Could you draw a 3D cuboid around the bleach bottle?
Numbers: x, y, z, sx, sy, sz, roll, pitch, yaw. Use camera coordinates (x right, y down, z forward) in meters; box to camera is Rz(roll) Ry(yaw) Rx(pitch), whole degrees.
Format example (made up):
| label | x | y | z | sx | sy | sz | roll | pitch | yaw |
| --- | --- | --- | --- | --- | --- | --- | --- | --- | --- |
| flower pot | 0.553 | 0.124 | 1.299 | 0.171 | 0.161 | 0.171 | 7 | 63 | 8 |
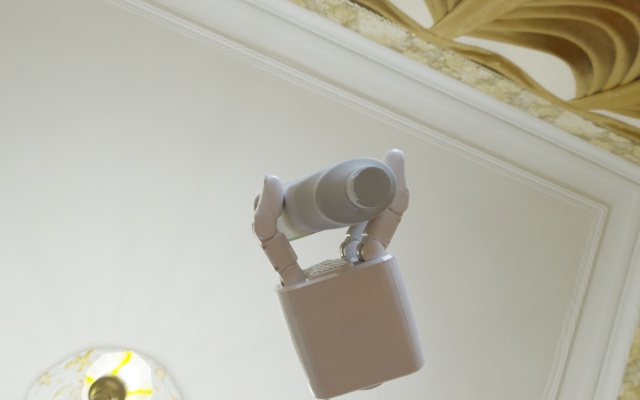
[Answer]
| label | x | y | z | sx | sy | sz | roll | pitch | yaw |
| --- | --- | --- | --- | --- | --- | --- | --- | --- | --- |
| bleach bottle | 0.000 | 0.001 | 0.458 | 0.102 | 0.068 | 0.251 | -18 | 0 | -14 |
